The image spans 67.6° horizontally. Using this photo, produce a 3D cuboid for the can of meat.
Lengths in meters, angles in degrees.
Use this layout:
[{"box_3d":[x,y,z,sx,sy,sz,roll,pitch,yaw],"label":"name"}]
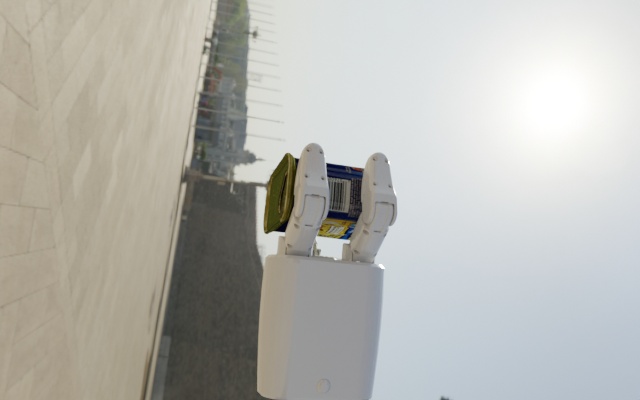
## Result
[{"box_3d":[0.000,0.001,0.423,0.084,0.057,0.102,8,-15,-14],"label":"can of meat"}]
